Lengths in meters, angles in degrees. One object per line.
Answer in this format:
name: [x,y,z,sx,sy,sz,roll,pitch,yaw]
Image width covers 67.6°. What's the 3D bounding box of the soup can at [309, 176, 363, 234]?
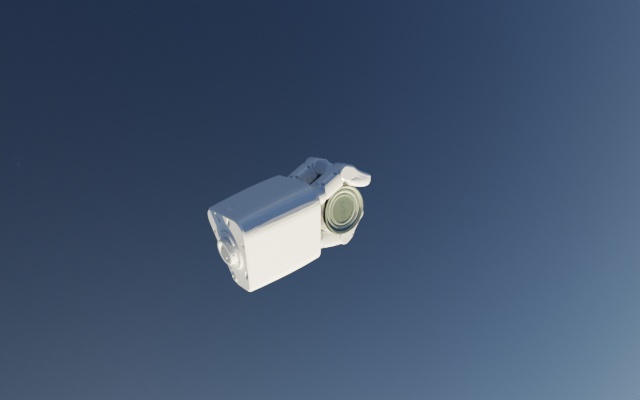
soup can: [0.001,0.002,0.652,0.068,0.068,0.102,0,11,-39]
